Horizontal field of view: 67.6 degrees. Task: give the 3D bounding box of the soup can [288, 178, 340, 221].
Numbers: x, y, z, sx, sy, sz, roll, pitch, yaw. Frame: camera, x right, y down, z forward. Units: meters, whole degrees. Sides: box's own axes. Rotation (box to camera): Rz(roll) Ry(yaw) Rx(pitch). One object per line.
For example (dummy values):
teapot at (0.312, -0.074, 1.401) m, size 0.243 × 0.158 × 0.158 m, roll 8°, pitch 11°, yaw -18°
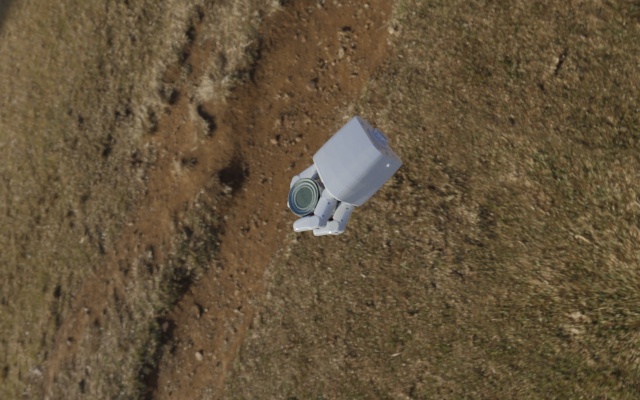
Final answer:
soup can at (0.000, 0.003, 0.837) m, size 0.068 × 0.068 × 0.102 m, roll 0°, pitch -10°, yaw 36°
